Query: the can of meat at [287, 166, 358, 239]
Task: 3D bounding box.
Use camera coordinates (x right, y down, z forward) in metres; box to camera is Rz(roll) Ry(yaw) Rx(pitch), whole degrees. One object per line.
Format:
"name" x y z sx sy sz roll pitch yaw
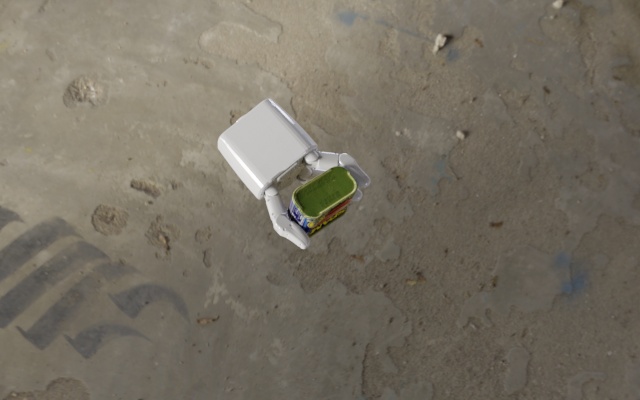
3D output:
"can of meat" 0.000 0.002 0.701 0.102 0.057 0.084 -33 -13 -22
